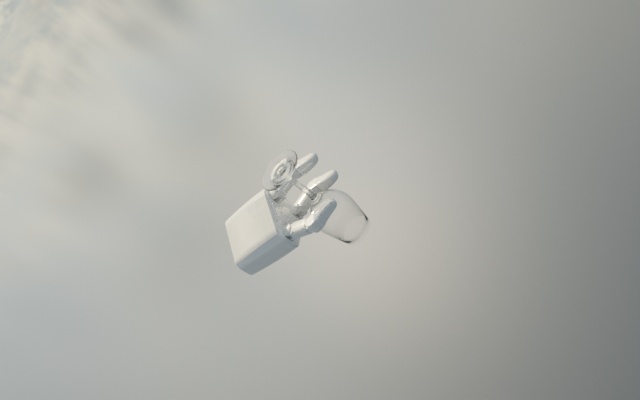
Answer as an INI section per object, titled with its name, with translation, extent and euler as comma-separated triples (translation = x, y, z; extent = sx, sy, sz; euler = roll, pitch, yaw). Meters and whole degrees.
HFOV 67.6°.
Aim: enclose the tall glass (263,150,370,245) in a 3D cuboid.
[tall glass]
translation = 0.000, 0.002, 0.795
extent = 0.079, 0.079, 0.201
euler = 0, -30, 48
